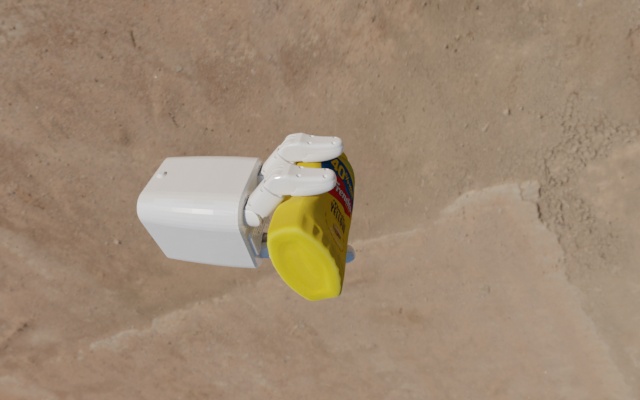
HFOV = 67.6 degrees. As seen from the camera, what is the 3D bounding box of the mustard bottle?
[{"bbox_3d":[0.000,0.002,0.493,0.058,0.096,0.191,-16,34,22],"label":"mustard bottle"}]
